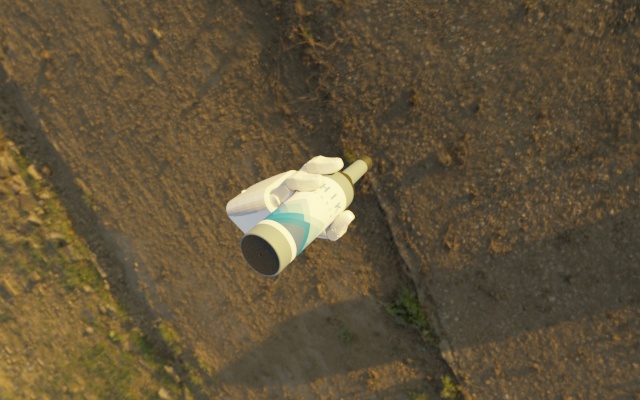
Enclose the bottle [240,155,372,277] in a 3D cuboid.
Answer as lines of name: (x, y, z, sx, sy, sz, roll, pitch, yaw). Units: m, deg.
bottle: (0.000, 0.002, 0.714, 0.069, 0.069, 0.295, 0, 27, 36)
